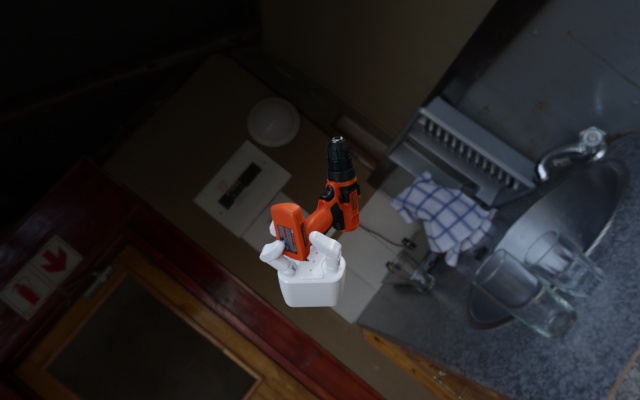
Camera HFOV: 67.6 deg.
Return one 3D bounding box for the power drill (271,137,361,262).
[{"bbox_3d":[0.000,0.003,0.820,0.057,0.184,0.187,13,34,39],"label":"power drill"}]
